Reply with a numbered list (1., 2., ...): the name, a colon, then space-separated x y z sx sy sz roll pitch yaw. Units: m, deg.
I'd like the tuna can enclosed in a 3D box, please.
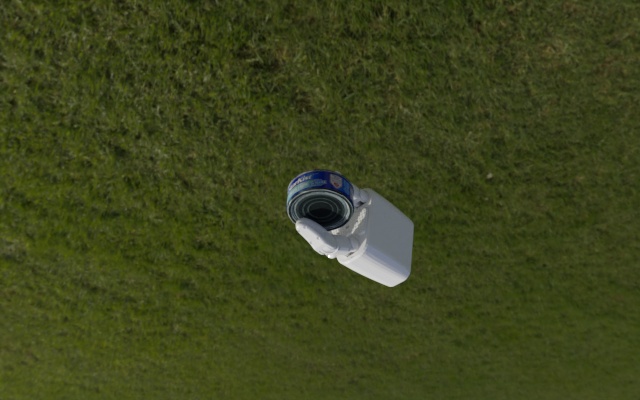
1. tuna can: 0.000 0.002 0.606 0.086 0.033 0.086 1 -41 1
